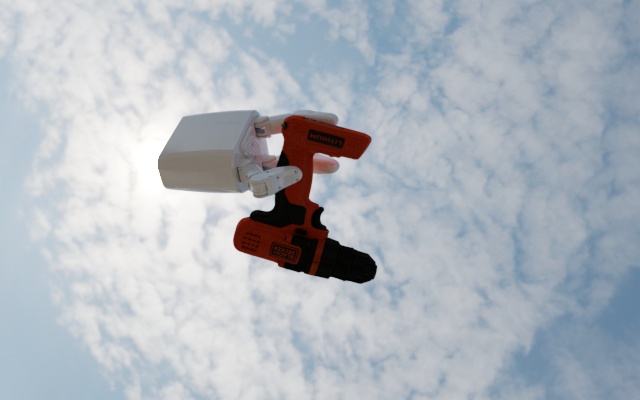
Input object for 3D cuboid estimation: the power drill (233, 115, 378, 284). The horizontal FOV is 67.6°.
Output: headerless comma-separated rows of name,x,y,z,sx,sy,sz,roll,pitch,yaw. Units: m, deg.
power drill,0.000,0.001,0.581,0.184,0.188,0.057,16,11,-3
